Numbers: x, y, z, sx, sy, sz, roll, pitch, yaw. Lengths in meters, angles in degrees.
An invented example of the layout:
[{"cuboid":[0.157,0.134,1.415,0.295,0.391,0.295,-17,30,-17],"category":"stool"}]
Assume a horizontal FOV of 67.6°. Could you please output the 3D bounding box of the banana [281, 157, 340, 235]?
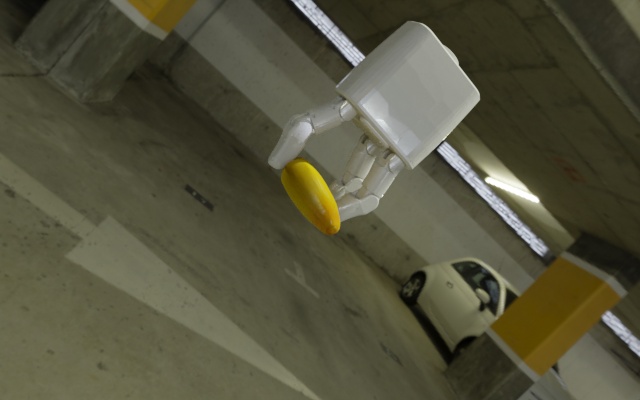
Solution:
[{"cuboid":[-0.012,-0.013,0.492,0.037,0.069,0.198,-41,8,1],"category":"banana"}]
